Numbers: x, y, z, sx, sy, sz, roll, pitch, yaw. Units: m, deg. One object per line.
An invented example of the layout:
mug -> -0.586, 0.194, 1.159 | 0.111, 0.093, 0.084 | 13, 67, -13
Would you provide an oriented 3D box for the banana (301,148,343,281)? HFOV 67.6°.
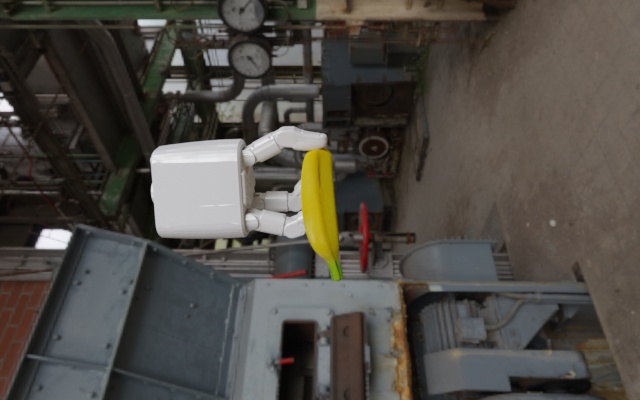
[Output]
banana -> -0.002, -0.009, 0.533 | 0.037, 0.197, 0.070 | -6, -44, 3
